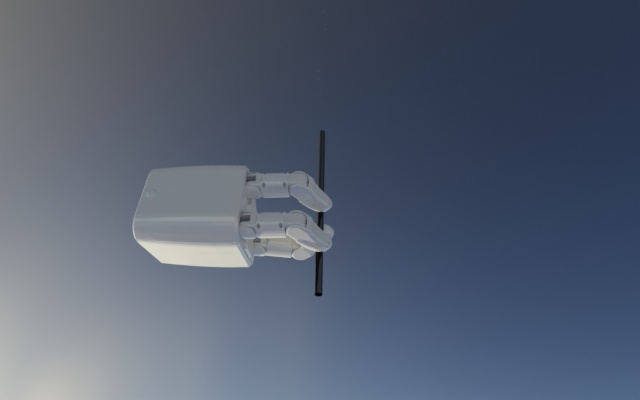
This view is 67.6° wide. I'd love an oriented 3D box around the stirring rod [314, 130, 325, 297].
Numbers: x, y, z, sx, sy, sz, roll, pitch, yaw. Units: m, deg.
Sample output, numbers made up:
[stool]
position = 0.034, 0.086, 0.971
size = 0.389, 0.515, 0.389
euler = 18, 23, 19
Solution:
[stirring rod]
position = 0.000, 0.002, 0.551
size = 0.011, 0.239, 0.011
euler = 1, -40, 1
